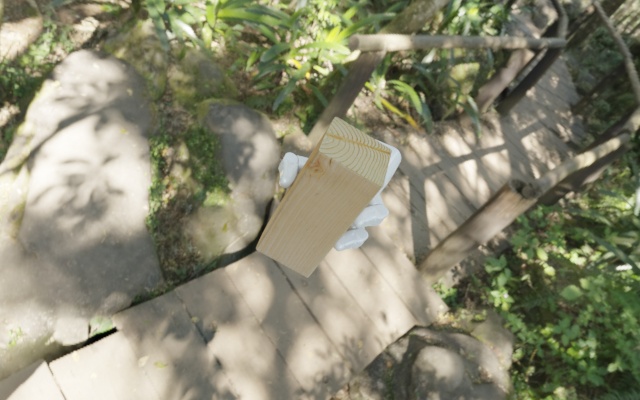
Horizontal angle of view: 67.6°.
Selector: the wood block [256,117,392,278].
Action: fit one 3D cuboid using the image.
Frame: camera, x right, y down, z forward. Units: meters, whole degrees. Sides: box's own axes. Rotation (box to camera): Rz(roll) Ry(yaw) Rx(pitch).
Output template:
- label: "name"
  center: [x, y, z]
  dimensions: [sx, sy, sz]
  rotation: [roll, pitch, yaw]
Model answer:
- label: "wood block"
  center: [0.000, 0.002, 0.657]
  dimensions: [0.091, 0.206, 0.090]
  rotation: [30, 40, -6]
